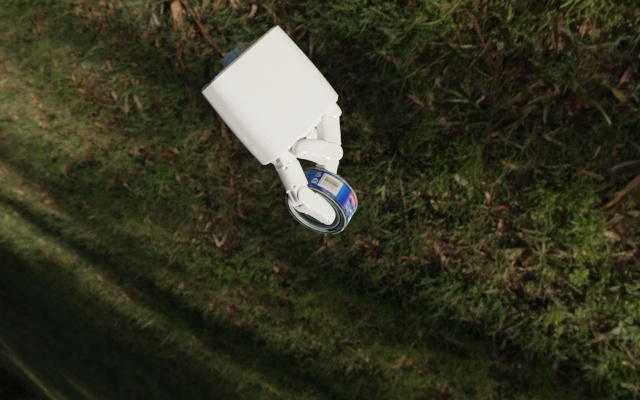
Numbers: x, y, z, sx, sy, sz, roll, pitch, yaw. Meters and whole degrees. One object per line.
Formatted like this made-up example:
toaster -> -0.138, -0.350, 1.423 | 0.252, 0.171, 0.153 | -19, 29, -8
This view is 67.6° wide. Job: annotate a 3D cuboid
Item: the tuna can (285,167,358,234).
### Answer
tuna can -> 0.000, 0.002, 0.589 | 0.086, 0.086, 0.033 | 0, 44, 36
